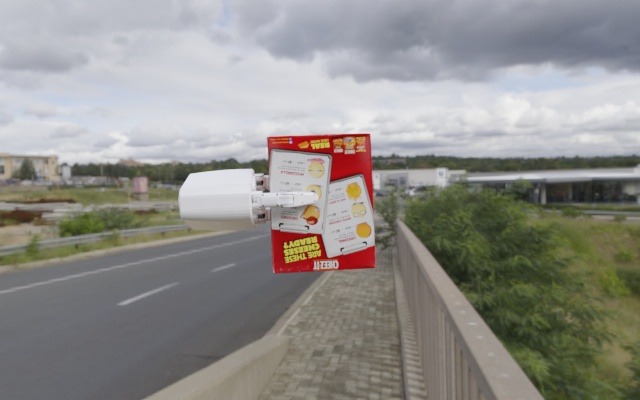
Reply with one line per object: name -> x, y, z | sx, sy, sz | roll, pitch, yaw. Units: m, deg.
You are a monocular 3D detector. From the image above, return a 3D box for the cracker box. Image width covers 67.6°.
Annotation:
cracker box -> 0.000, 0.002, 0.770 | 0.164, 0.213, 0.072 | -3, 2, -3
